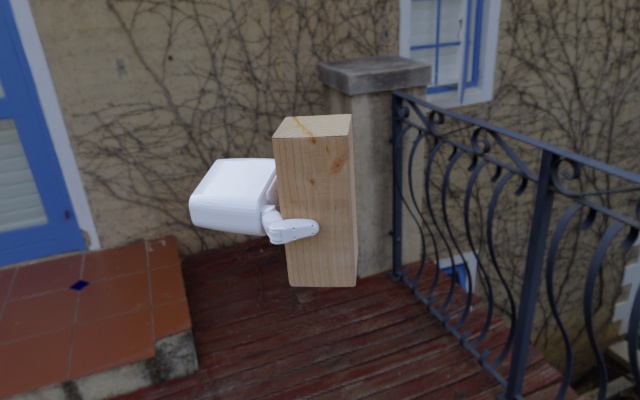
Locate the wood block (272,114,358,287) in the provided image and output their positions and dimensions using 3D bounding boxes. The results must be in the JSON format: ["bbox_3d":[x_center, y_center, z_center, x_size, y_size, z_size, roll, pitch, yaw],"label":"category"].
[{"bbox_3d":[0.000,0.002,0.621,0.090,0.206,0.090,-1,25,8],"label":"wood block"}]
